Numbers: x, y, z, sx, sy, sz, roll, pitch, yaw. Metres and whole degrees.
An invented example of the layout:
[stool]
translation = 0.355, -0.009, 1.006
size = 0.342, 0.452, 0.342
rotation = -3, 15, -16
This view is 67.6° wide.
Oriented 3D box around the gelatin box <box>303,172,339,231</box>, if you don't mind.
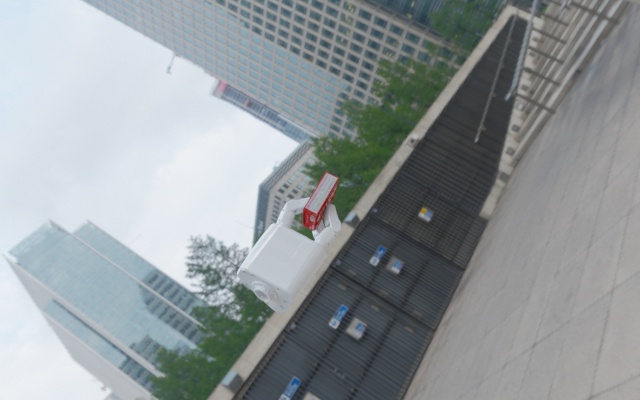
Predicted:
[gelatin box]
translation = 0.000, 0.002, 0.874
size = 0.030, 0.089, 0.073
rotation = 26, -24, 9
